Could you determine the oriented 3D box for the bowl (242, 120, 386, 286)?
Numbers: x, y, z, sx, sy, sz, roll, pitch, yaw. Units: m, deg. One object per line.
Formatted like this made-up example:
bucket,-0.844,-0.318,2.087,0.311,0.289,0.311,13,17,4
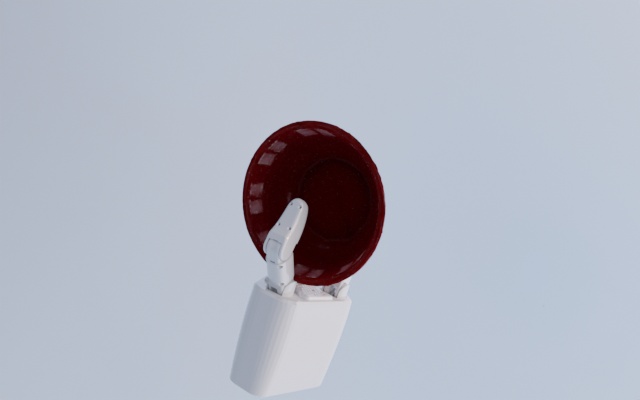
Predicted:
bowl,0.001,0.000,0.483,0.162,0.162,0.055,0,5,30
